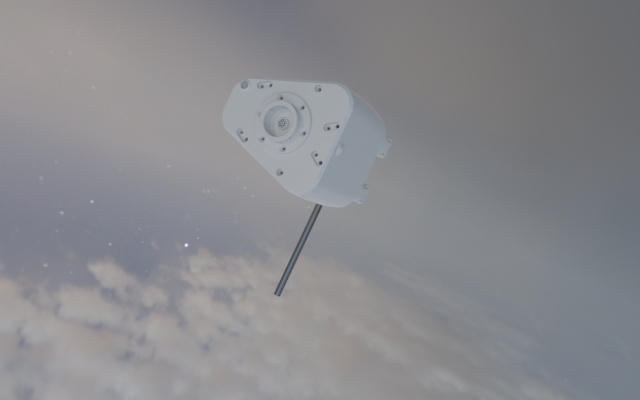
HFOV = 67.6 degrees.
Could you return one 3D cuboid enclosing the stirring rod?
[{"bbox_3d":[0.000,0.002,0.548,0.011,0.239,0.011,25,5,-2],"label":"stirring rod"}]
